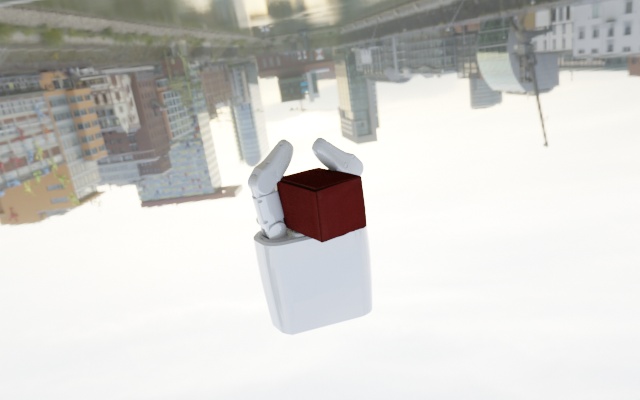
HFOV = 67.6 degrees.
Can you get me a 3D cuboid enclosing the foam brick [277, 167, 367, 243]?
[{"bbox_3d":[0.000,0.001,0.459,0.053,0.051,0.078,-16,18,-29],"label":"foam brick"}]
